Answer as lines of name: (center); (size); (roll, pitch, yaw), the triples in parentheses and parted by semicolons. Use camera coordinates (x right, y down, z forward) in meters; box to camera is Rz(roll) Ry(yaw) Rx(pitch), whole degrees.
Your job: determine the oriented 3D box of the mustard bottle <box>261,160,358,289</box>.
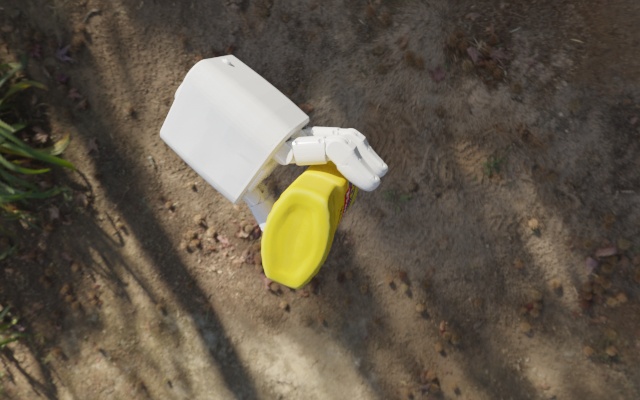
mustard bottle: (0.000, 0.002, 0.478); (0.058, 0.096, 0.191); (18, 24, 7)
